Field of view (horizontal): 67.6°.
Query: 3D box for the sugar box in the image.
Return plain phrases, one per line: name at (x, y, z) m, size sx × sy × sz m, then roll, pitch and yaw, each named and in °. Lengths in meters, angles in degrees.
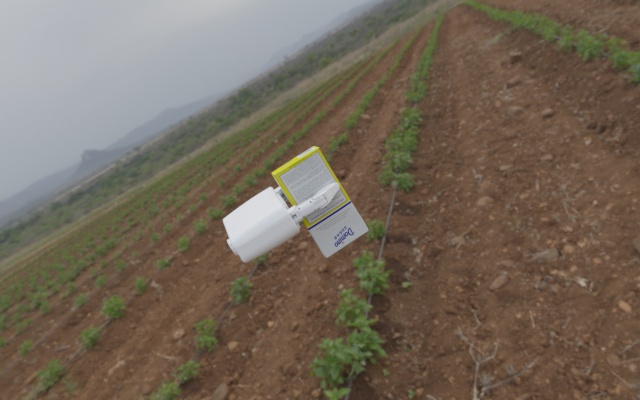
sugar box at (0.000, 0.003, 0.841) m, size 0.093 × 0.176 × 0.048 m, roll -32°, pitch 15°, yaw -4°
